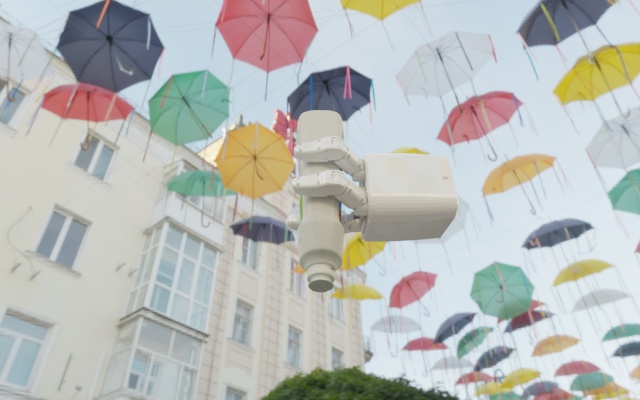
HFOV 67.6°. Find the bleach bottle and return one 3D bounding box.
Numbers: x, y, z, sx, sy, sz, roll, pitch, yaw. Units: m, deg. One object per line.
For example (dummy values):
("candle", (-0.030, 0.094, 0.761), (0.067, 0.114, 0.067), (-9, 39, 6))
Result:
("bleach bottle", (0.000, 0.002, 0.603), (0.068, 0.250, 0.103), (-1, -39, 0))
